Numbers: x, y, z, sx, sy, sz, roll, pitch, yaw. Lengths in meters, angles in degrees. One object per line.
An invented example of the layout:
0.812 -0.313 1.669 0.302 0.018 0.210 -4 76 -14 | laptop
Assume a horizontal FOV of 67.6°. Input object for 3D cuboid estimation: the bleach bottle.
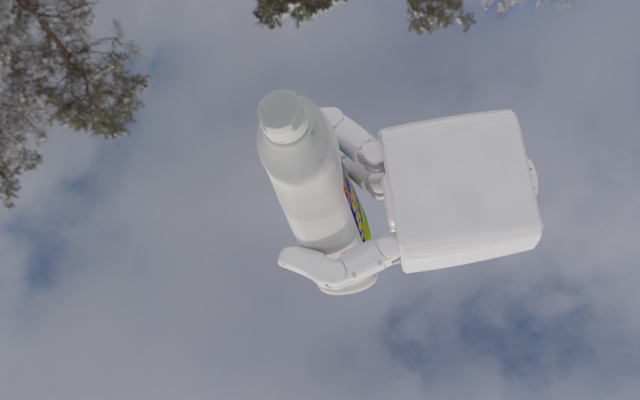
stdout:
0.000 0.001 0.400 0.068 0.102 0.251 -12 -25 7 | bleach bottle
